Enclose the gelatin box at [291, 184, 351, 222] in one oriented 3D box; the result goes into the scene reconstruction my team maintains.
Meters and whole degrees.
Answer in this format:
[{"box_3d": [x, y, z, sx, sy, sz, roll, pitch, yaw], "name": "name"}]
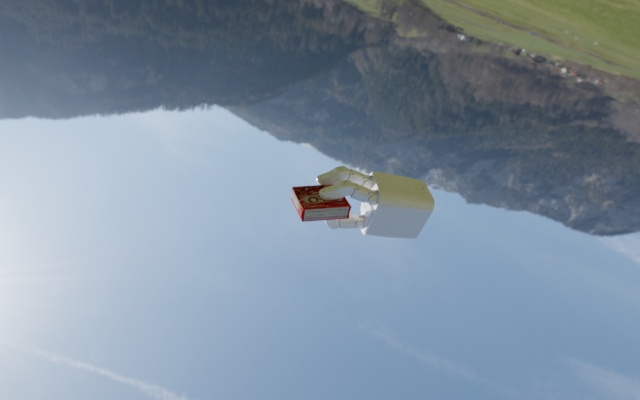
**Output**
[{"box_3d": [0.000, 0.003, 0.841, 0.089, 0.030, 0.073, -4, 35, -19], "name": "gelatin box"}]
